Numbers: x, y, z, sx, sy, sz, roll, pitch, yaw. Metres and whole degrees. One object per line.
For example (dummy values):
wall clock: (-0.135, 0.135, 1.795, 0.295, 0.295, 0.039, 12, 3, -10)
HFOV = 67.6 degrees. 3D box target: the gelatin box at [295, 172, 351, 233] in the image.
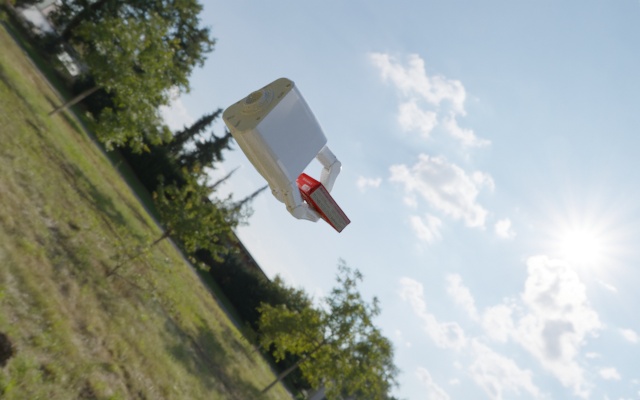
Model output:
gelatin box: (0.001, 0.002, 0.743, 0.030, 0.089, 0.073, -43, 28, -6)
